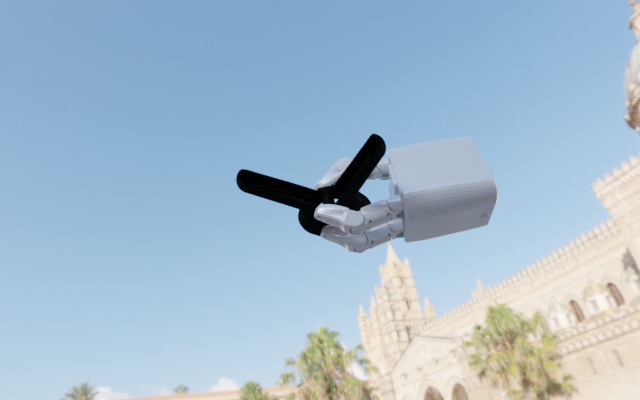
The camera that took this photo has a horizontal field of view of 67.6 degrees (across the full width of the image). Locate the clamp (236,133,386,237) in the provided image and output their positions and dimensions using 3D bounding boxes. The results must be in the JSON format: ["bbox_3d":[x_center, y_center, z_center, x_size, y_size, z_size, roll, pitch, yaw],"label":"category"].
[{"bbox_3d":[0.000,0.001,0.581,0.164,0.036,0.210,-10,-30,4],"label":"clamp"}]
